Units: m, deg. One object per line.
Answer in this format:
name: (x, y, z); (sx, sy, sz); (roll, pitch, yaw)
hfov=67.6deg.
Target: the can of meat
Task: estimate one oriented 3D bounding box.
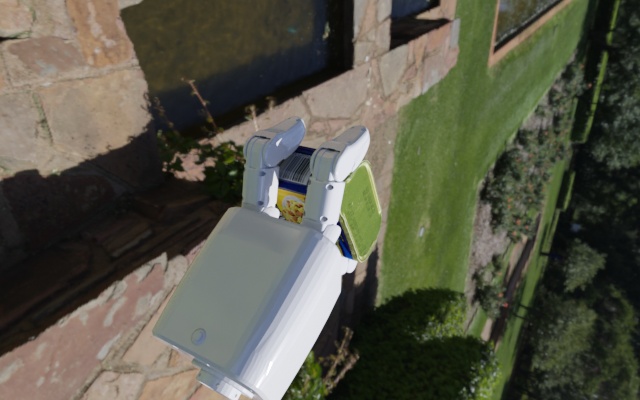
can of meat: (0.000, 0.001, 0.402); (0.084, 0.057, 0.102); (15, -32, 29)
